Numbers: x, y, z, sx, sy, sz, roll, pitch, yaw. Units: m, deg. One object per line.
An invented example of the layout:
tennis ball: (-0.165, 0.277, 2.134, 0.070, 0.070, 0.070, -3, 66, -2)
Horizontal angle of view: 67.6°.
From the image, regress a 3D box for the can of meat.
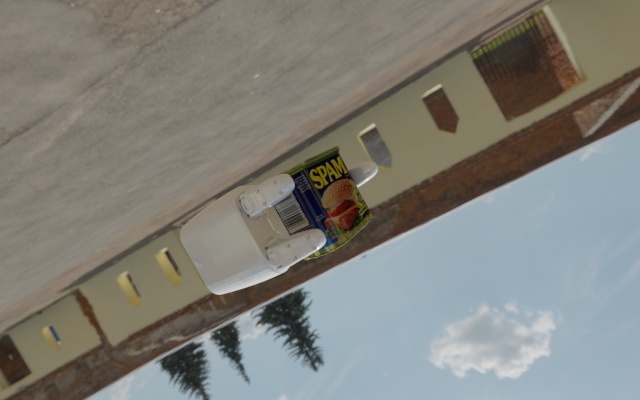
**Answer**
can of meat: (0.000, 0.002, 0.472, 0.057, 0.084, 0.102, -27, 3, 32)
